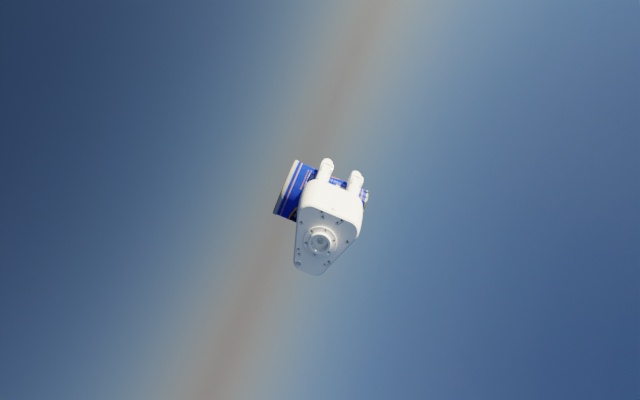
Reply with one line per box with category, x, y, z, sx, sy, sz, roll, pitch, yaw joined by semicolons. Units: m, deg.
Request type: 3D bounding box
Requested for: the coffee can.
coffee can;0.000;0.003;0.840;0.140;0.103;0.103;23;-1;-3
